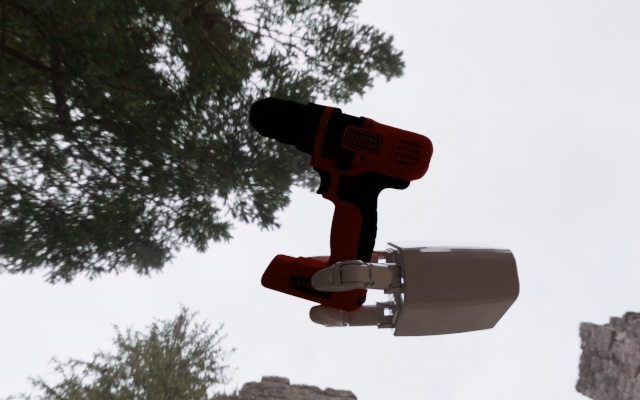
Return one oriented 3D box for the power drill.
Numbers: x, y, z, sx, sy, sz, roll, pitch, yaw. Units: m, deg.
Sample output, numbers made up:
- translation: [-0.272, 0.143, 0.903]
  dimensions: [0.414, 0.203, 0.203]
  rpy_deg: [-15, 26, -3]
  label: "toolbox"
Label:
- translation: [0.000, 0.002, 0.471]
  dimensions: [0.184, 0.187, 0.057]
  rpy_deg: [16, 5, 8]
  label: "power drill"
